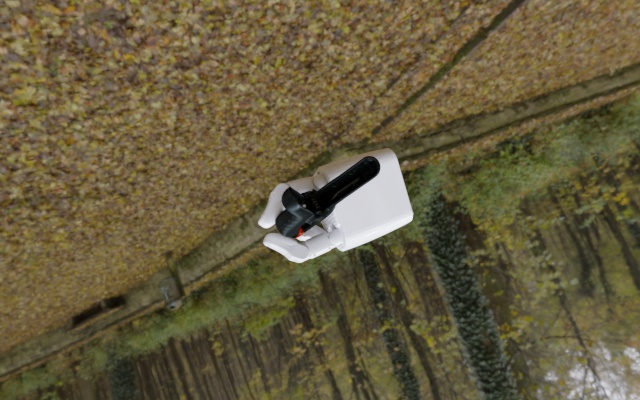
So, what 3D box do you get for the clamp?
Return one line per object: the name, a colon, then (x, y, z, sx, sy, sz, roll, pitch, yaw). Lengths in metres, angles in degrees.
clamp: (0.000, 0.002, 0.559, 0.120, 0.039, 0.171, -19, -11, -18)
